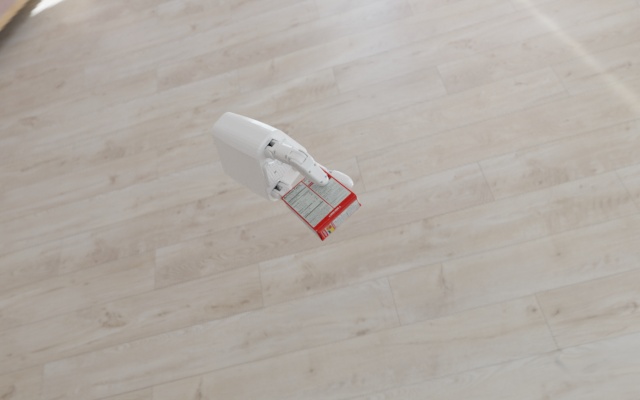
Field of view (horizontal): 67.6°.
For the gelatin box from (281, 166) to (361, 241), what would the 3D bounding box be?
[{"bbox_3d":[0.000,0.002,0.657,0.089,0.073,0.030,40,-12,40],"label":"gelatin box"}]
